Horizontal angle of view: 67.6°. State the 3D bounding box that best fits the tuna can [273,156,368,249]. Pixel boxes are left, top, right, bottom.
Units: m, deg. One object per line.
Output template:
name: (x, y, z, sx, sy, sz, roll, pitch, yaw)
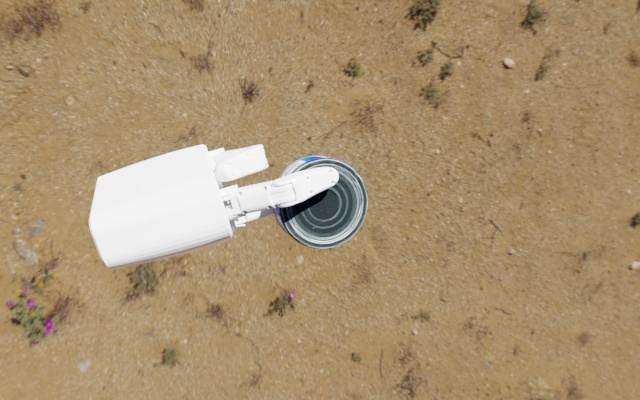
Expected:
tuna can: (0.000, 0.002, 0.446, 0.086, 0.086, 0.033, 0, 7, -16)
